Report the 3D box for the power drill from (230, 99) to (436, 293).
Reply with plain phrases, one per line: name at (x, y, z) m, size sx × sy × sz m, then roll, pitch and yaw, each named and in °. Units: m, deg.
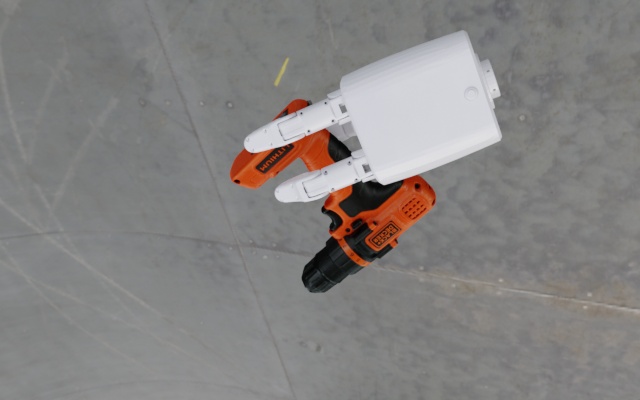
power drill at (0.000, 0.001, 0.502) m, size 0.188 × 0.184 × 0.057 m, roll 39°, pitch 19°, yaw -24°
